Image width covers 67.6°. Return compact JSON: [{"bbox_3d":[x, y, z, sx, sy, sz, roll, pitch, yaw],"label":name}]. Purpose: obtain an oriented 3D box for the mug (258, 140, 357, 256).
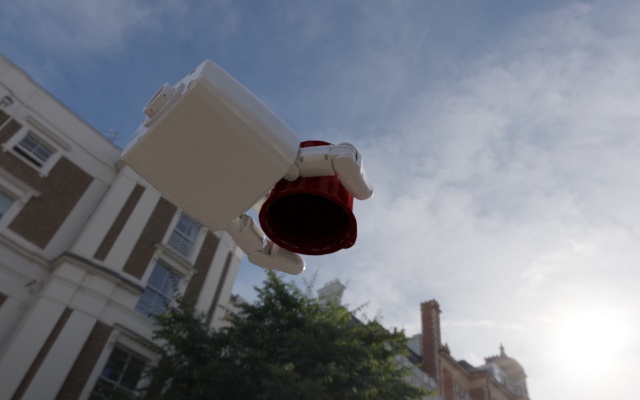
[{"bbox_3d":[0.001,0.002,0.481,0.093,0.081,0.117,-28,-55,32],"label":"mug"}]
